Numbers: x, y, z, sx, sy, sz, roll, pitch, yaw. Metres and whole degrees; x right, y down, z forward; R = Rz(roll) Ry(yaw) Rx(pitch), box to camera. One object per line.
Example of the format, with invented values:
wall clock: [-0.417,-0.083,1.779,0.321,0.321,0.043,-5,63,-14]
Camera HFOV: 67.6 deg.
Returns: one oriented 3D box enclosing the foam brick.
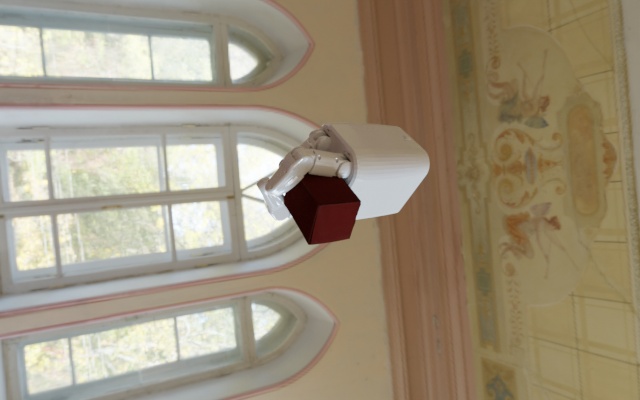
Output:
foam brick: [0.000,0.002,0.515,0.051,0.053,0.078,-4,37,-27]
